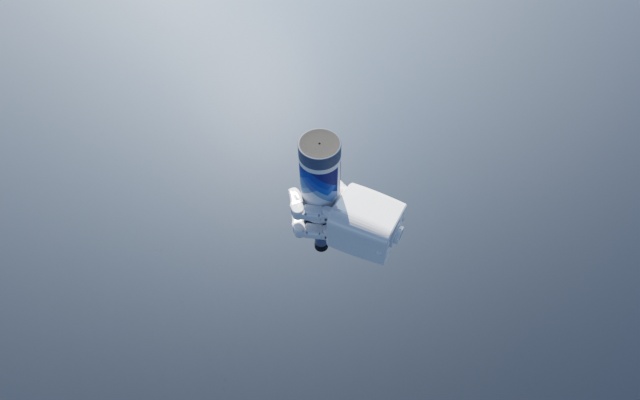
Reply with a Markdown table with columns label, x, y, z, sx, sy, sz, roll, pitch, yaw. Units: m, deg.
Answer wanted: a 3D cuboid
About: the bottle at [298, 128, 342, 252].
| label | x | y | z | sx | sy | sz | roll | pitch | yaw |
| --- | --- | --- | --- | --- | --- | --- | --- | --- | --- |
| bottle | 0.000 | 0.003 | 0.835 | 0.069 | 0.069 | 0.296 | 0 | -37 | 1 |
